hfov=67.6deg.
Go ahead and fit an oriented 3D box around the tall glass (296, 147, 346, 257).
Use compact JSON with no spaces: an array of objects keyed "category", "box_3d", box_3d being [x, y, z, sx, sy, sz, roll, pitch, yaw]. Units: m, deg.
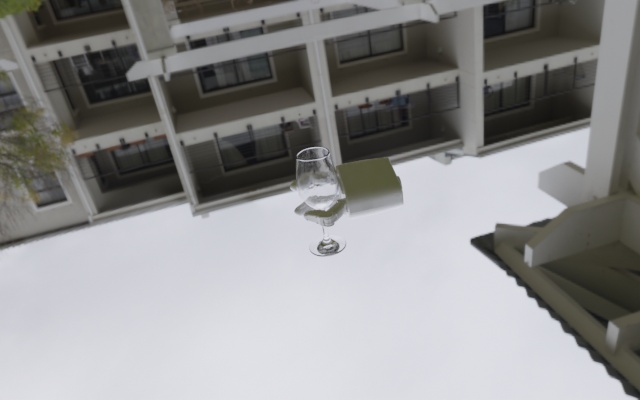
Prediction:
[{"category":"tall glass","box_3d":[0.000,0.004,0.898,0.079,0.201,0.079,-8,28,4]}]
